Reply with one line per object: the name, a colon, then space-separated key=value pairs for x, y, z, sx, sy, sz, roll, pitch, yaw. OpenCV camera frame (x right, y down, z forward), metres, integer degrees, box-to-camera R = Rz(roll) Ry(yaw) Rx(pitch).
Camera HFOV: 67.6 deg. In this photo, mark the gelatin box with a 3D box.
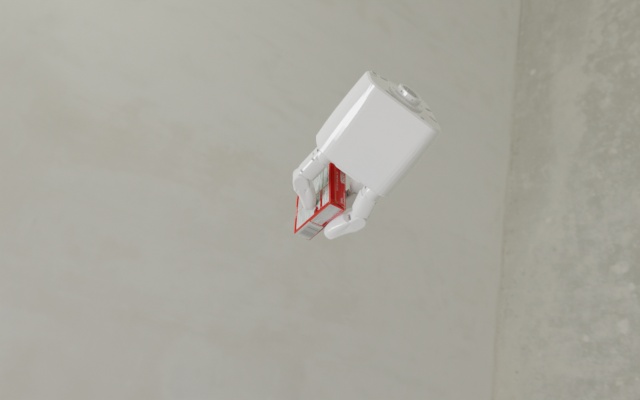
gelatin box: x=0.000 y=0.002 z=0.665 sx=0.030 sy=0.073 sz=0.089 roll=26 pitch=-46 yaw=-25
